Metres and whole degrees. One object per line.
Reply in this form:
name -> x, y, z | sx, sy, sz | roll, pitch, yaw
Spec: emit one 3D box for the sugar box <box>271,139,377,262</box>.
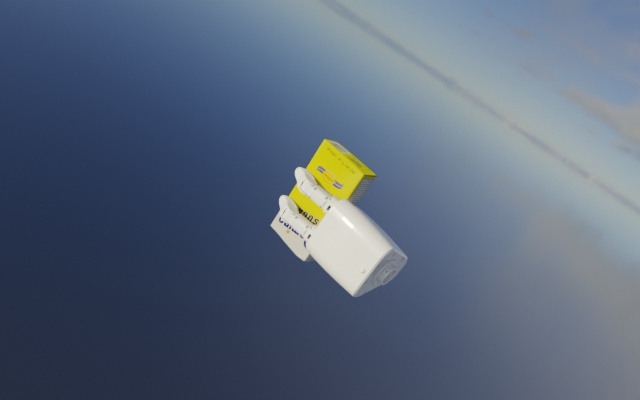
sugar box -> 0.000, 0.002, 0.749 | 0.093, 0.176, 0.048 | 45, 22, 27
